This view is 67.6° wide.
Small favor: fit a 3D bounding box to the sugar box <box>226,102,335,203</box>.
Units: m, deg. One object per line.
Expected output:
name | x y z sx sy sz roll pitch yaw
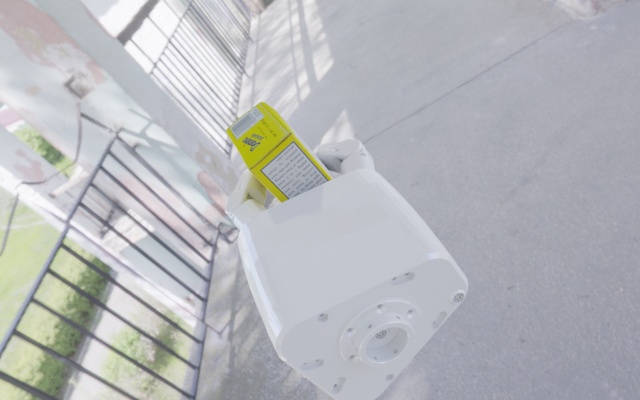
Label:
sugar box | 0.000 0.002 0.405 0.048 0.176 0.093 -39 33 1
